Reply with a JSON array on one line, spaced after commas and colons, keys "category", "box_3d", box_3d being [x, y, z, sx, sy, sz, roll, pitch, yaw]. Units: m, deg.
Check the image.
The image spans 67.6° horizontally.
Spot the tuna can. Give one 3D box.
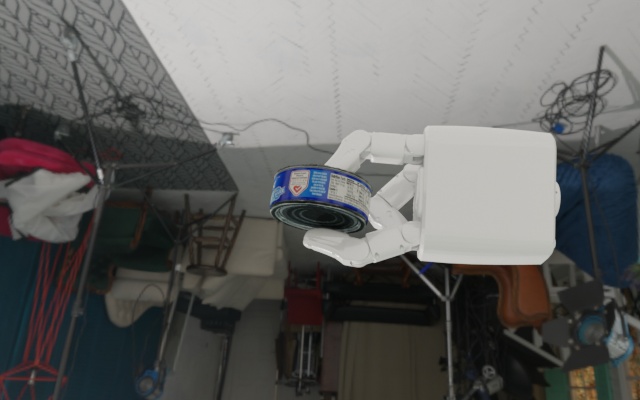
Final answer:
[{"category": "tuna can", "box_3d": [0.000, 0.002, 0.409, 0.086, 0.033, 0.086, 8, -19, 3]}]
